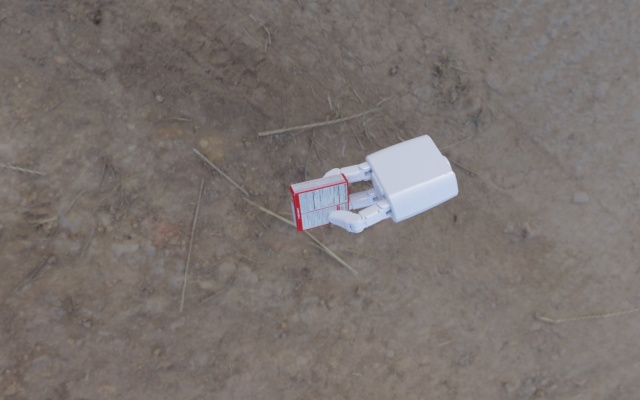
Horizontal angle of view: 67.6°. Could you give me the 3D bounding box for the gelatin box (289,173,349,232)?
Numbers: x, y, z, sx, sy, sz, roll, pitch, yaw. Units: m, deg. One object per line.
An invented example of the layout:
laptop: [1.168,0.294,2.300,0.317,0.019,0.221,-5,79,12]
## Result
gelatin box: [0.000,0.003,0.739,0.089,0.073,0.030,-14,37,-12]
